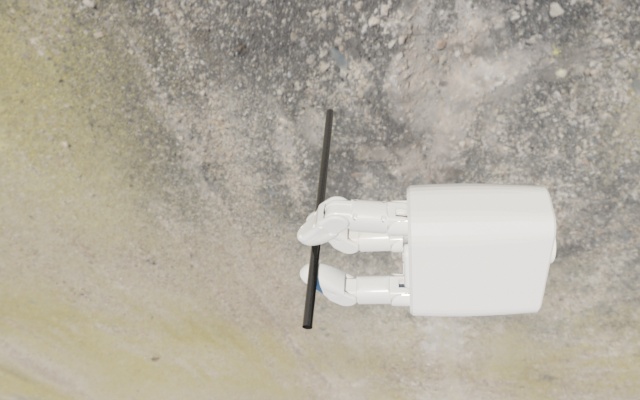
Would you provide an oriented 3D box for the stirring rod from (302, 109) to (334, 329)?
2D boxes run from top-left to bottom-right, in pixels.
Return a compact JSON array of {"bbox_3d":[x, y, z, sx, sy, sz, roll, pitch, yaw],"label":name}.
[{"bbox_3d":[0.000,0.001,0.438,0.011,0.239,0.011,4,-37,3],"label":"stirring rod"}]
